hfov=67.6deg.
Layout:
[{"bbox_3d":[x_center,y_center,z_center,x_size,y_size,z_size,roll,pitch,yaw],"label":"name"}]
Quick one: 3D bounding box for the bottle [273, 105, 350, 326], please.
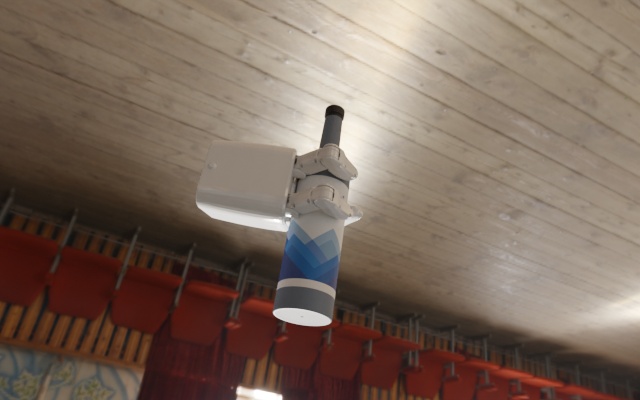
[{"bbox_3d":[0.000,0.002,0.598,0.069,0.295,0.069,7,-28,4],"label":"bottle"}]
